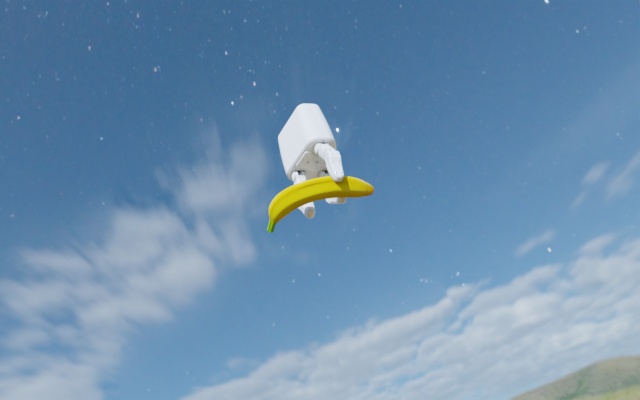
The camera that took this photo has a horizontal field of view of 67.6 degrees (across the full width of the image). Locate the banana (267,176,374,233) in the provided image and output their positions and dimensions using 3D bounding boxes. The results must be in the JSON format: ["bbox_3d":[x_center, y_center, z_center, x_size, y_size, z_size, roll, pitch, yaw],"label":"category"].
[{"bbox_3d":[-0.007,-0.008,0.809,0.198,0.037,0.070,-19,-41,-2],"label":"banana"}]
